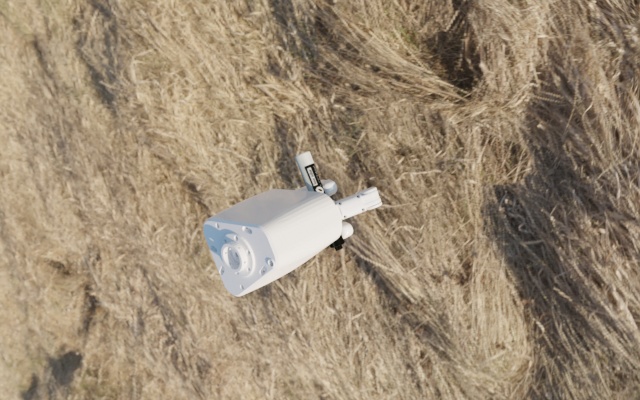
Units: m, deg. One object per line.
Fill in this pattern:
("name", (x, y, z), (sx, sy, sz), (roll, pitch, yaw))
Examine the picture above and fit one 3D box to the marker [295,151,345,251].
("marker", (0.000, 0.002, 0.560), (0.020, 0.121, 0.020), (-21, 3, 1))
